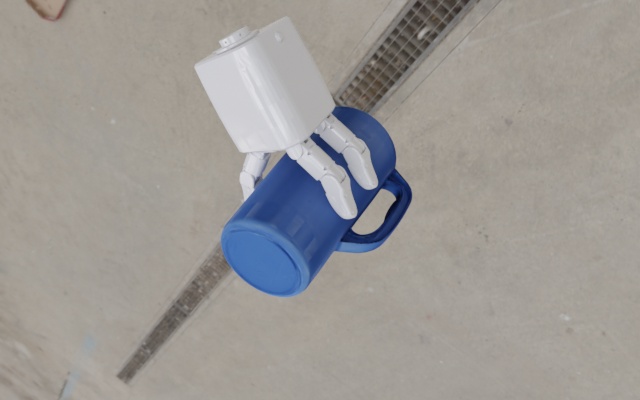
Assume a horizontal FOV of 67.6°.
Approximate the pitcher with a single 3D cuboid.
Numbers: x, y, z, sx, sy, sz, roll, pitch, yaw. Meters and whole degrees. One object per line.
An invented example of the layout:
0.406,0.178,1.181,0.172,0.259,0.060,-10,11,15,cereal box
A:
0.000,0.002,0.573,0.149,0.145,0.242,-6,32,35,pitcher
